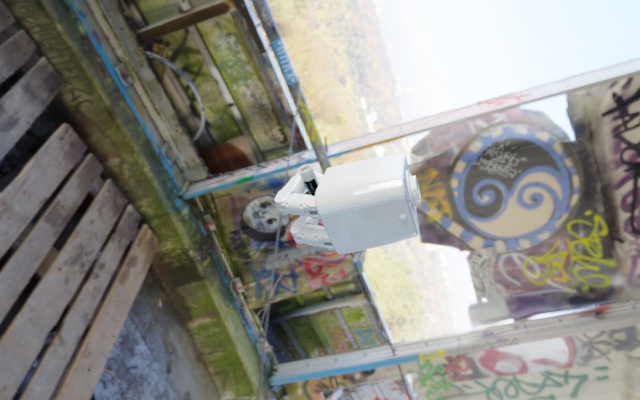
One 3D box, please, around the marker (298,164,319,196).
[{"bbox_3d":[0.000,0.002,0.654,0.020,0.121,0.020,-15,38,12],"label":"marker"}]
